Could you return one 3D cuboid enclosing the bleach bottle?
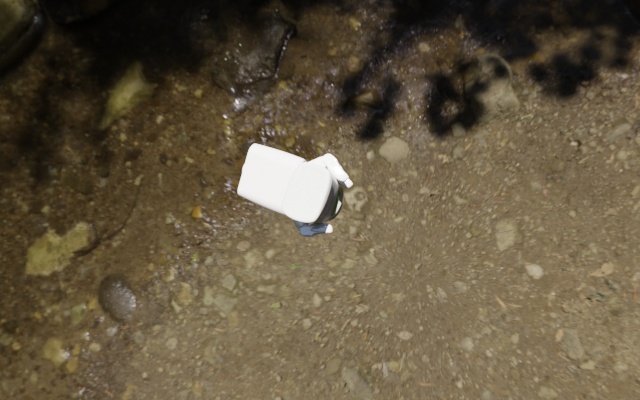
[{"bbox_3d":[0.000,0.003,0.895,0.068,0.102,0.251,20,-5,13],"label":"bleach bottle"}]
